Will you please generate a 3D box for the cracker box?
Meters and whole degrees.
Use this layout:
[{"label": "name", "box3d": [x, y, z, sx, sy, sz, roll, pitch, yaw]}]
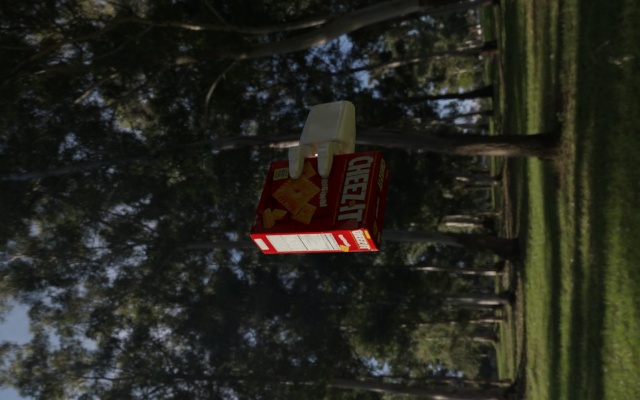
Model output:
[{"label": "cracker box", "box3d": [0.000, 0.003, 0.821, 0.214, 0.164, 0.072, -4, -37, 24]}]
